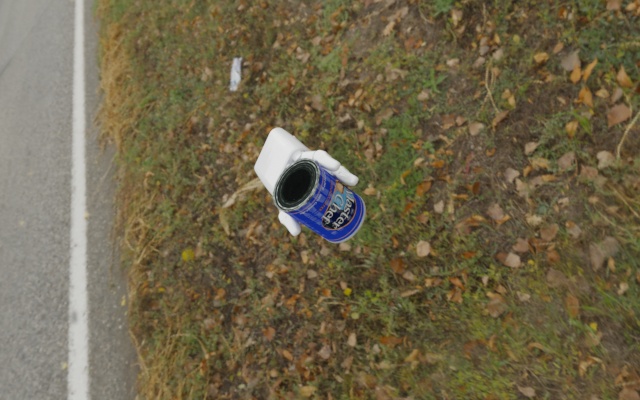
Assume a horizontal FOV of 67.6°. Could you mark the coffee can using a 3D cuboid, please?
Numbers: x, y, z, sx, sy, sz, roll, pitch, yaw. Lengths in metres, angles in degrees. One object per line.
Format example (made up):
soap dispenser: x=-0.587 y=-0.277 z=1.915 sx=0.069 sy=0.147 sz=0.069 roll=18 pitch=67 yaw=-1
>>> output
coffee can: x=0.000 y=0.003 z=0.848 sx=0.103 sy=0.102 sz=0.140 roll=0 pitch=-26 yaw=42
